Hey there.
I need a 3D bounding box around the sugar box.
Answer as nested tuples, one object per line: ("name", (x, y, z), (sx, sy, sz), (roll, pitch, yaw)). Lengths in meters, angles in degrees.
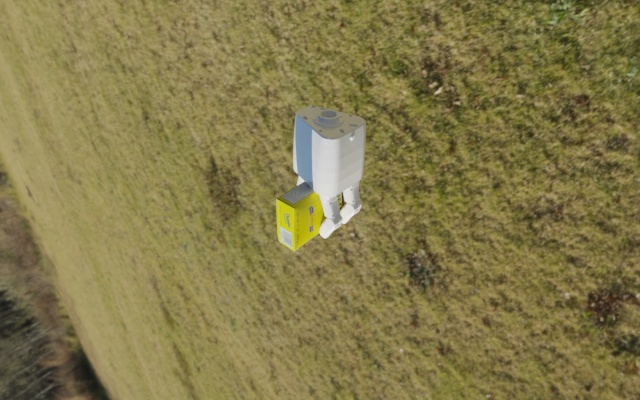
("sugar box", (0.000, 0.003, 0.821), (0.048, 0.093, 0.176), (30, 45, 32))
